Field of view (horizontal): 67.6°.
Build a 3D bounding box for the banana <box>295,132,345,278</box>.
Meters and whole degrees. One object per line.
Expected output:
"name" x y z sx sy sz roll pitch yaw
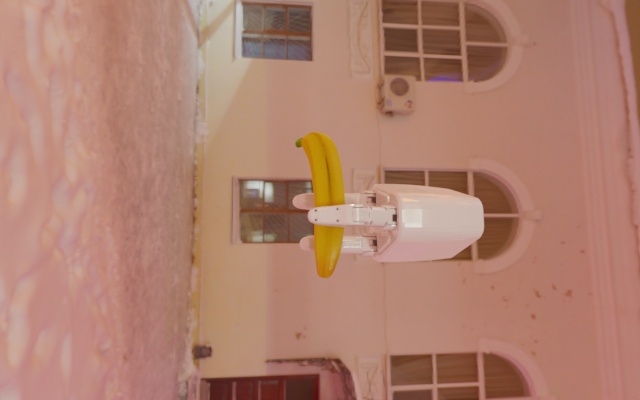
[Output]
"banana" 0.004 -0.011 0.561 0.037 0.197 0.070 1 -32 -17
